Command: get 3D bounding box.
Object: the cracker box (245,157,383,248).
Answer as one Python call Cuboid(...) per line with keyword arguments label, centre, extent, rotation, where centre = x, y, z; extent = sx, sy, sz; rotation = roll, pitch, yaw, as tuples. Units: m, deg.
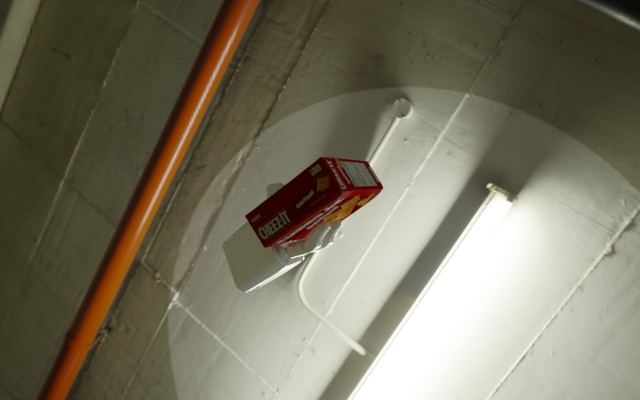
Cuboid(label="cracker box", centre=(0.000, 0.003, 0.814), extent=(0.164, 0.072, 0.213), rotation=(-37, -12, 21))
